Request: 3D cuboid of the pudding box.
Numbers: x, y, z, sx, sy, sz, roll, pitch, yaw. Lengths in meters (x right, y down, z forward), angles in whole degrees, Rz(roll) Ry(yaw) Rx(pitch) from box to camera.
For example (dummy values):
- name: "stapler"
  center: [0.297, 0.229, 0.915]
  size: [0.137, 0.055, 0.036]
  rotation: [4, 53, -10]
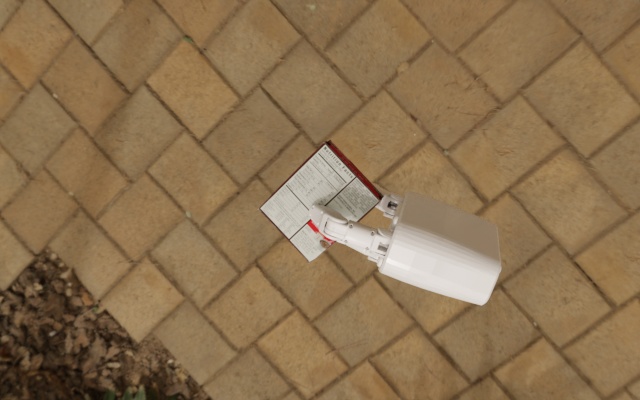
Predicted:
- name: "pudding box"
  center: [0.000, 0.002, 0.536]
  size: [0.113, 0.090, 0.039]
  rotation: [-43, -2, 13]
